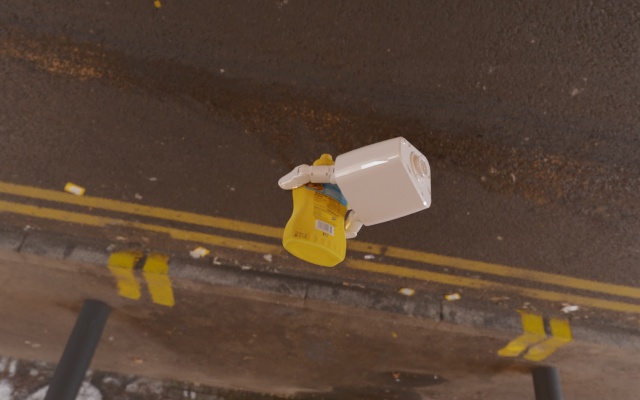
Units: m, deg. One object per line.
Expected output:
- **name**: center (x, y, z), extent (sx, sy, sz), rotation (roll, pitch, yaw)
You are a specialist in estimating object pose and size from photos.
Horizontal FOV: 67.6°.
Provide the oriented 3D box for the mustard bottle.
- **mustard bottle**: center (0.000, 0.003, 0.758), extent (0.096, 0.191, 0.058), rotation (24, -38, -22)
